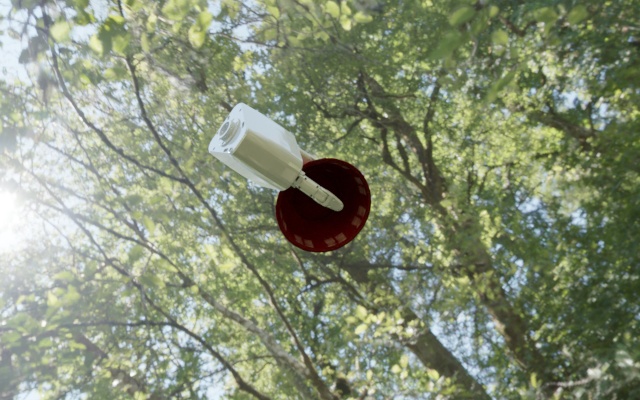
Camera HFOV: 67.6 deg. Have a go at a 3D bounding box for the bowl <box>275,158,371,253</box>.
[{"bbox_3d":[0.001,0.003,0.794,0.162,0.162,0.055,0,18,-17],"label":"bowl"}]
